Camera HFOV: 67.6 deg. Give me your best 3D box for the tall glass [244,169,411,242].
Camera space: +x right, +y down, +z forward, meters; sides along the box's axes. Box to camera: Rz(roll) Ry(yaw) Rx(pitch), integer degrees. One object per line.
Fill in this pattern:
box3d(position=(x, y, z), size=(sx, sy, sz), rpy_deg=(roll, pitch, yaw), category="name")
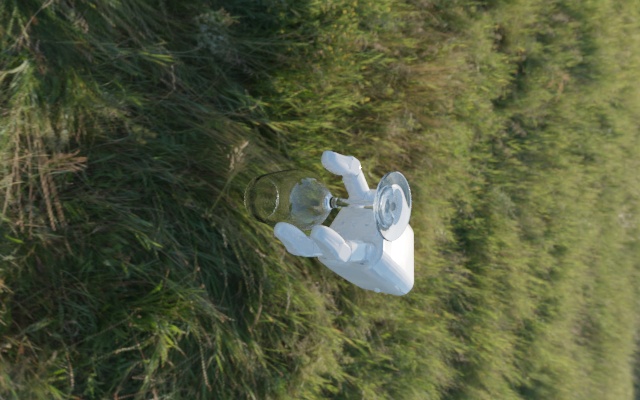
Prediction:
box3d(position=(0.001, 0.002, 0.561), size=(0.201, 0.079, 0.079), rpy_deg=(4, 2, 39), category="tall glass")
